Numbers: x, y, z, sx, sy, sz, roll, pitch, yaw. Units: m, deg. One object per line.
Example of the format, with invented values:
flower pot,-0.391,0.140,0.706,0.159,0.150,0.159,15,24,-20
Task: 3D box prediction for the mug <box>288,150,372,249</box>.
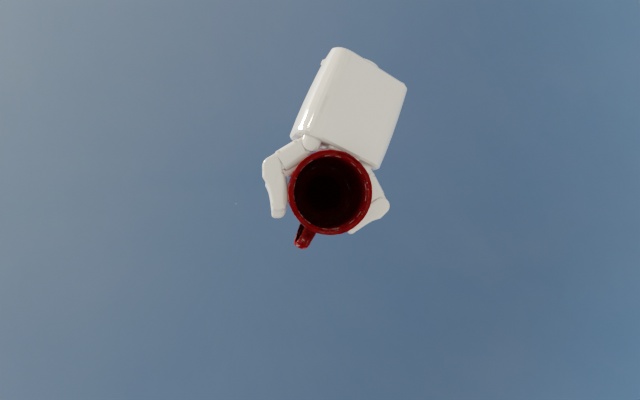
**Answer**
mug,0.000,0.003,0.555,0.093,0.117,0.081,23,-3,-9
